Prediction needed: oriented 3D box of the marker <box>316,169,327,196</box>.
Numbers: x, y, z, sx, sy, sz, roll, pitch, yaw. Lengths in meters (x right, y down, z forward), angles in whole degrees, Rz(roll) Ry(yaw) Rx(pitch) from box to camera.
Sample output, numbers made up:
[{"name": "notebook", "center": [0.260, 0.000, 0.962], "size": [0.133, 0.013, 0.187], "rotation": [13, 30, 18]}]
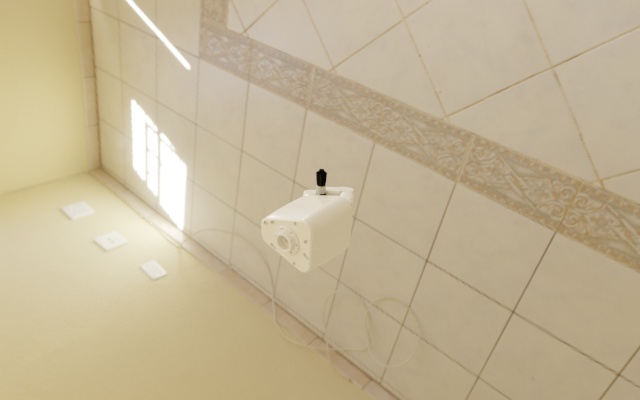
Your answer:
[{"name": "marker", "center": [0.000, 0.003, 0.829], "size": [0.020, 0.121, 0.020], "rotation": [2, 25, -1]}]
